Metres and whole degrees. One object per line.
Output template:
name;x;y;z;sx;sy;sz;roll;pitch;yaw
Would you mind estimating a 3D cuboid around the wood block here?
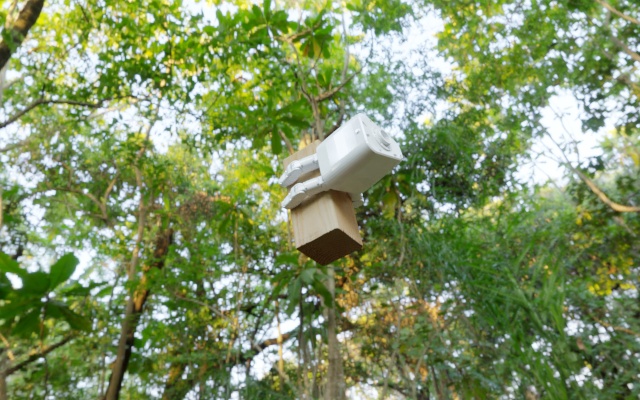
wood block;0.001;0.003;0.887;0.090;0.206;0.091;-29;-41;21
